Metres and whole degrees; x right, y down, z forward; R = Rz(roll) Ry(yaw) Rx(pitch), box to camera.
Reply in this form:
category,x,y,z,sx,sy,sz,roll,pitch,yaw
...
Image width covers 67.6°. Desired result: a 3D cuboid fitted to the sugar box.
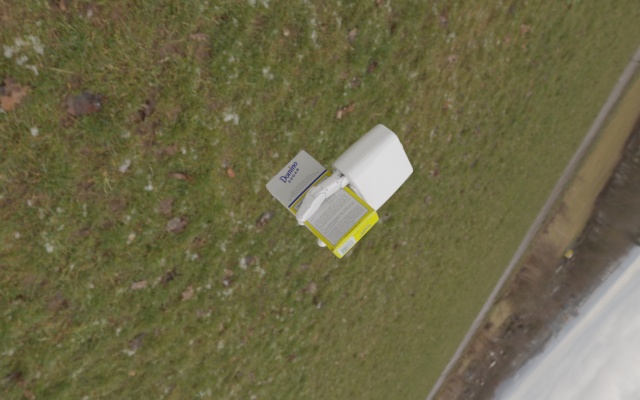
category,x,y,z,sx,sy,sz,roll,pitch,yaw
sugar box,0.000,0.003,0.789,0.176,0.093,0.048,42,-7,30
